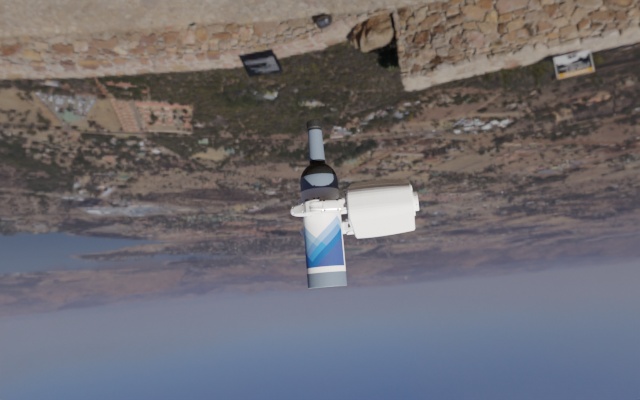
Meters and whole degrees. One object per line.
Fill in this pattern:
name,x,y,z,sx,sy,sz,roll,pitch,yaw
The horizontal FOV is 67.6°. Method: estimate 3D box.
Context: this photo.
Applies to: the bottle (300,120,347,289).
bottle,0.000,0.003,0.835,0.069,0.295,0.069,-5,-11,-1
